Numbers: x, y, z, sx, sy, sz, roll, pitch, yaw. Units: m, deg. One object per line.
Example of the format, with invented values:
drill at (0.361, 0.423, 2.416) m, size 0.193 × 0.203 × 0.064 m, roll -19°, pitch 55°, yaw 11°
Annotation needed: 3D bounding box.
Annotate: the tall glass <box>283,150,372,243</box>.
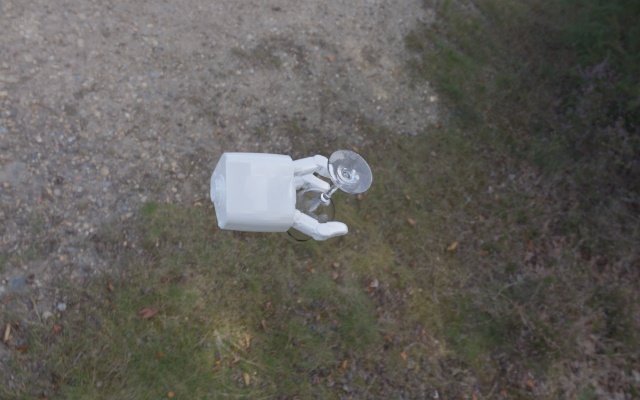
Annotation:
tall glass at (0.001, 0.002, 0.773) m, size 0.079 × 0.079 × 0.201 m, roll 0°, pitch -27°, yaw -29°
